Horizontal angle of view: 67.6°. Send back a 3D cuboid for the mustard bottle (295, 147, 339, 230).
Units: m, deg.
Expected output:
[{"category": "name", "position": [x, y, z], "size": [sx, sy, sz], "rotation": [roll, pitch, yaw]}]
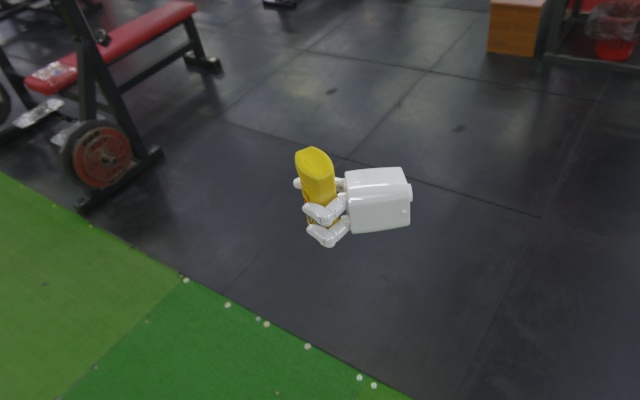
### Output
[{"category": "mustard bottle", "position": [0.000, 0.003, 0.869], "size": [0.058, 0.192, 0.096], "rotation": [-23, 44, -14]}]
